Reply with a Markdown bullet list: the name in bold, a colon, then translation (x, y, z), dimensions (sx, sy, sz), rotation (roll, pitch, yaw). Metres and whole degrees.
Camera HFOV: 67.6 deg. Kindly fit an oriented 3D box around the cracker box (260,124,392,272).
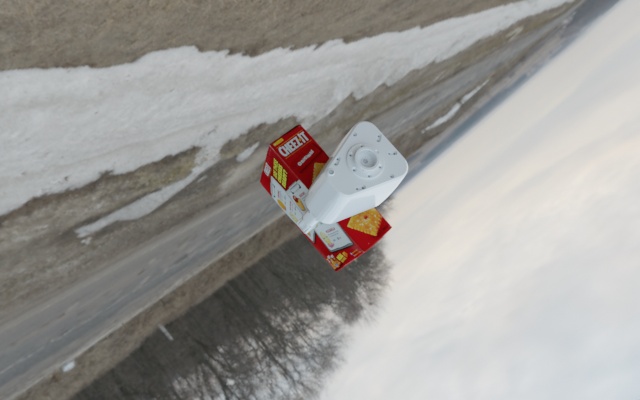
- **cracker box**: translation (0.000, 0.003, 0.780), dimensions (0.072, 0.213, 0.164), rotation (-38, -7, -21)
